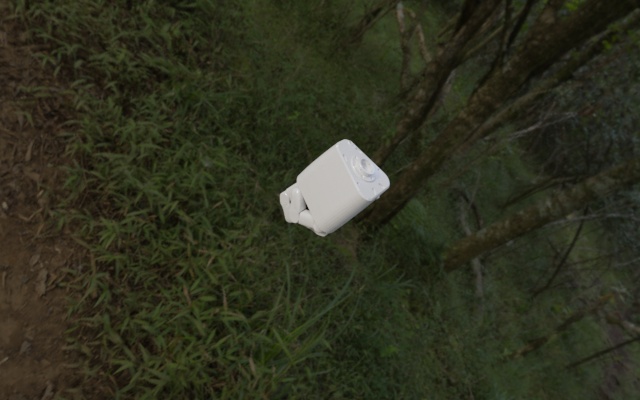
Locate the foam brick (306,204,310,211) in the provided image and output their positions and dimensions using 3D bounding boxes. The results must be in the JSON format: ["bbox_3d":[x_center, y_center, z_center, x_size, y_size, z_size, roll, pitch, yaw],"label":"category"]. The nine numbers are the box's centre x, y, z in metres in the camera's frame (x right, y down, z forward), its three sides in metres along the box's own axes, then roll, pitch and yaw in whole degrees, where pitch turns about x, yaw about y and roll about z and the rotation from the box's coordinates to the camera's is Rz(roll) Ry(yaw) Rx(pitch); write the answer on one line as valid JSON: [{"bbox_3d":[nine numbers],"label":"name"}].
[{"bbox_3d":[0.000,0.003,0.847,0.051,0.053,0.078,-40,-4,39],"label":"foam brick"}]
